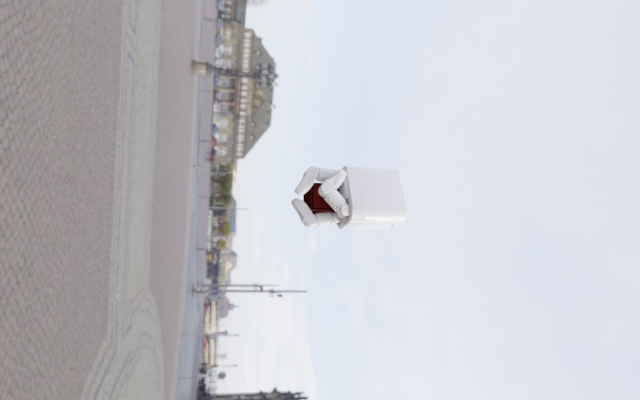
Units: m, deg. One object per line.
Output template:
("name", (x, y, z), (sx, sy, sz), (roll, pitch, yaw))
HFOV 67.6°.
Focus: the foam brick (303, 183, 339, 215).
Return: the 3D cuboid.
("foam brick", (0.000, 0.003, 0.895), (0.051, 0.053, 0.078), (2, -16, -13))
